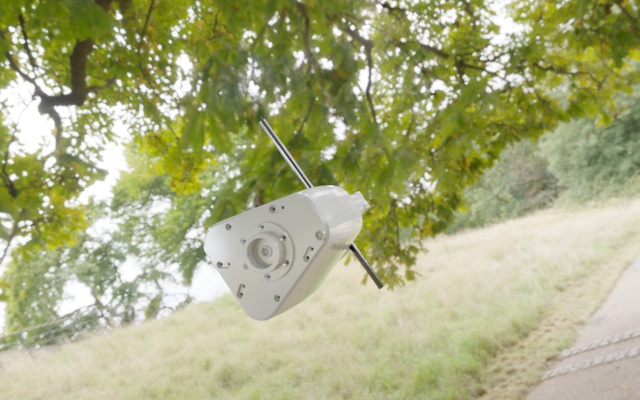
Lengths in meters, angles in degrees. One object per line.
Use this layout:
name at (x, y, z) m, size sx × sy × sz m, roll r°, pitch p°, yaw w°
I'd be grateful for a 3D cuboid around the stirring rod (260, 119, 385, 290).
stirring rod at (0.000, 0.002, 0.555) m, size 0.011 × 0.239 × 0.011 m, roll -35°, pitch -8°, yaw -5°
